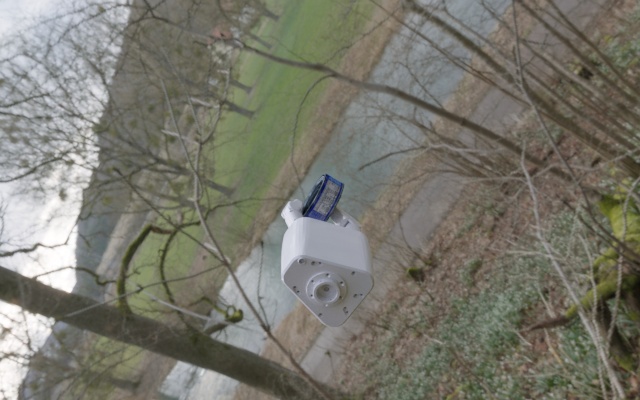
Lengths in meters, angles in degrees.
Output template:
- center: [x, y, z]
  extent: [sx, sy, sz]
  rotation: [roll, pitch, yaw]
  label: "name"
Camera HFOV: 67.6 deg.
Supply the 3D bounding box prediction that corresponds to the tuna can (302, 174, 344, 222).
- center: [0.000, 0.002, 0.732]
  extent: [0.034, 0.086, 0.086]
  rotation: [30, -5, -9]
  label: "tuna can"
